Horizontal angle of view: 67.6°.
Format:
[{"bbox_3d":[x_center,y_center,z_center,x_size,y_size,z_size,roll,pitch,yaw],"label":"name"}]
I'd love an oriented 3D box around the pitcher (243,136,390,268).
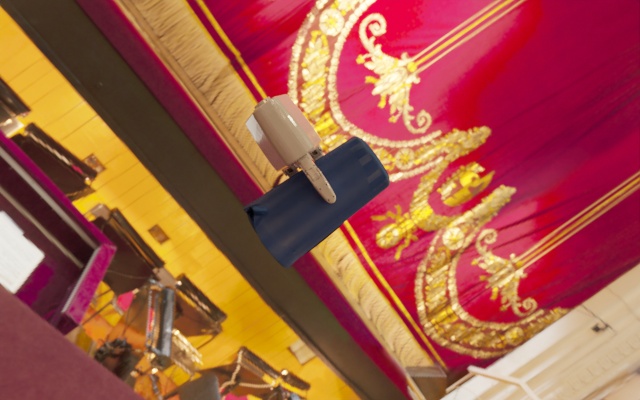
[{"bbox_3d":[0.000,0.003,0.844,0.243,0.145,0.149,-36,7,1],"label":"pitcher"}]
